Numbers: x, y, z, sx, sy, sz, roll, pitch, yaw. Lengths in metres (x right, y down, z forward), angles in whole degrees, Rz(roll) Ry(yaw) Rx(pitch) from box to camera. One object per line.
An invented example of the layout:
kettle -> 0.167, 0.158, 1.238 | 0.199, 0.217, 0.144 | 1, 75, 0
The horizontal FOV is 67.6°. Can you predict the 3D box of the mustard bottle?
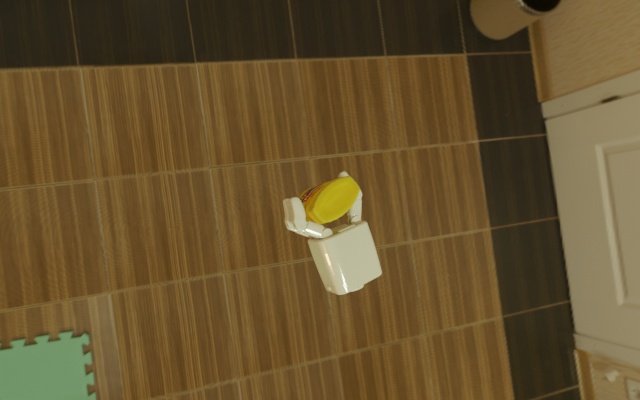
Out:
mustard bottle -> 0.000, 0.003, 0.898 | 0.096, 0.058, 0.191 | -44, 10, -15
